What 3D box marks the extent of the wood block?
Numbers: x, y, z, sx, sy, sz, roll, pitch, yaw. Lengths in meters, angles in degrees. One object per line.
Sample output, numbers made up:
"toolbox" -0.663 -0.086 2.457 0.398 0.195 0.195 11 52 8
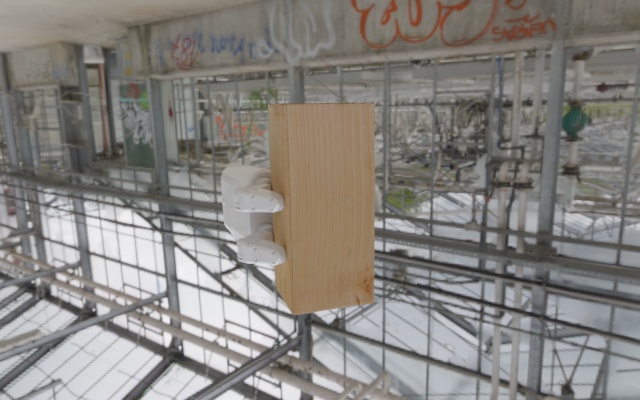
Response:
"wood block" 0.000 0.002 0.505 0.091 0.206 0.090 -5 12 -17
